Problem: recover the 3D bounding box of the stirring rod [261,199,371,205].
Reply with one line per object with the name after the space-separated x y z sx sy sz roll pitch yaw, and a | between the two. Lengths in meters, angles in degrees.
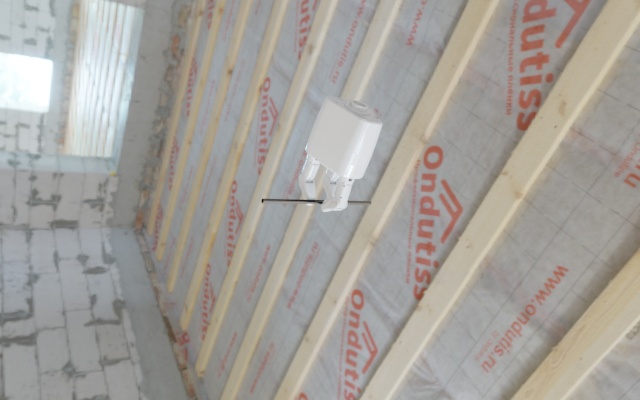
0.000 0.003 0.876 0.239 0.011 0.011 1 -1 -35 | stirring rod
